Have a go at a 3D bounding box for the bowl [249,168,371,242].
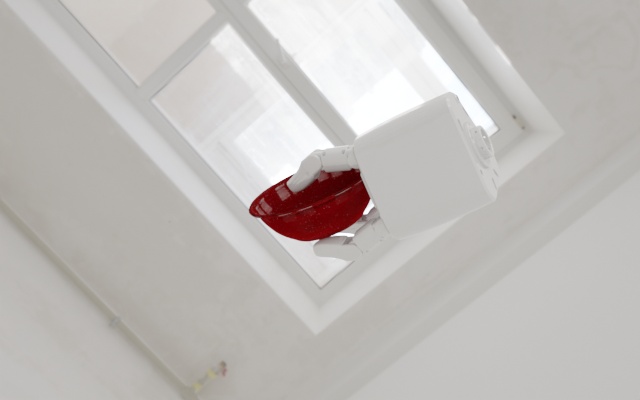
[{"bbox_3d":[-0.001,0.002,0.562,0.162,0.055,0.162,-20,18,7],"label":"bowl"}]
